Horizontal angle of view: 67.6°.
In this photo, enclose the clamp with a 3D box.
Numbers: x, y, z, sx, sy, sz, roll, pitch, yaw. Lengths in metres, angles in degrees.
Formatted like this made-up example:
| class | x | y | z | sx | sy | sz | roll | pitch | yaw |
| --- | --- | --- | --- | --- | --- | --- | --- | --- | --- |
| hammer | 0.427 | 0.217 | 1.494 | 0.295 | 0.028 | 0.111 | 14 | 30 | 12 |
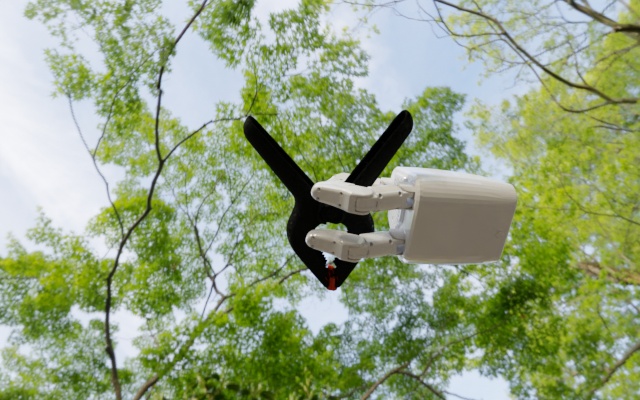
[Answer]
| class | x | y | z | sx | sy | sz | roll | pitch | yaw |
| --- | --- | --- | --- | --- | --- | --- | --- | --- | --- |
| clamp | 0.000 | 0.002 | 0.503 | 0.164 | 0.210 | 0.036 | 4 | 27 | -4 |
